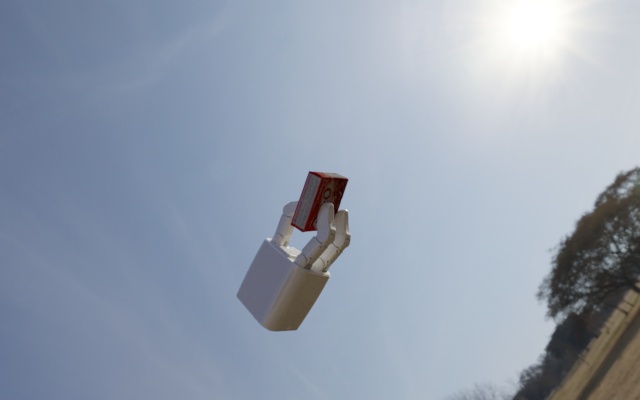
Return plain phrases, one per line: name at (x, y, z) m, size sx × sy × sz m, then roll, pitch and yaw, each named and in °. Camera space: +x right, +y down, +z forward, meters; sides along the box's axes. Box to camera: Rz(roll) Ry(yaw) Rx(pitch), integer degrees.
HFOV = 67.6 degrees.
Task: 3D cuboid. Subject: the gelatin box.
gelatin box at (0.000, 0.002, 0.719) m, size 0.030 × 0.089 × 0.073 m, roll 27°, pitch 15°, yaw 32°
